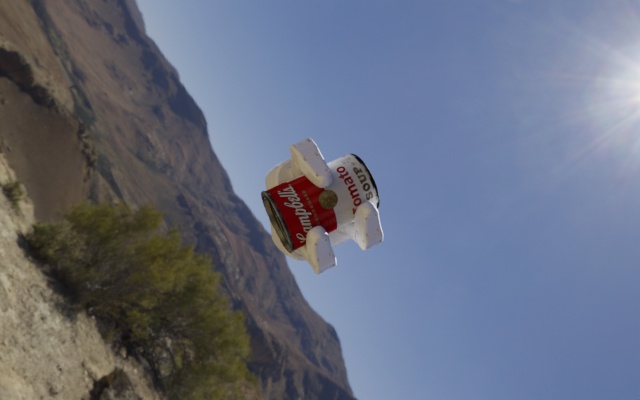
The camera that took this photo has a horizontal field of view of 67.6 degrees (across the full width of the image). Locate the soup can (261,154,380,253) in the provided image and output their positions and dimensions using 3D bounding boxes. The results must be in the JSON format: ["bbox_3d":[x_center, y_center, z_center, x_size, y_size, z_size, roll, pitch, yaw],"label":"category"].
[{"bbox_3d":[0.000,0.001,0.486,0.102,0.068,0.068,-25,6,-14],"label":"soup can"}]
